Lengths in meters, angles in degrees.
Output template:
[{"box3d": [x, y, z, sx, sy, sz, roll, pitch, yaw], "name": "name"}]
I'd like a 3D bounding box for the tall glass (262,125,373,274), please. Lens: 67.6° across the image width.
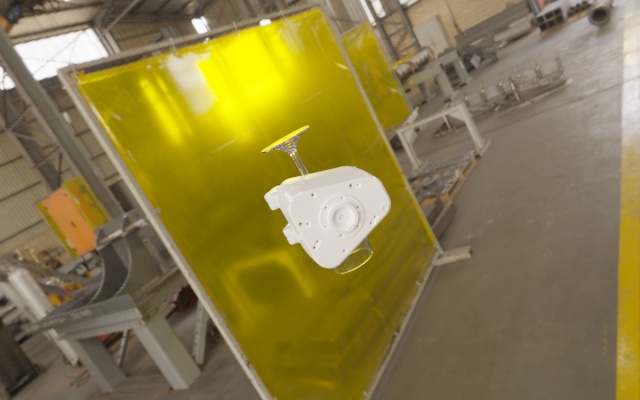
[{"box3d": [0.000, 0.002, 0.663, 0.079, 0.201, 0.079, -28, 12, 7], "name": "tall glass"}]
